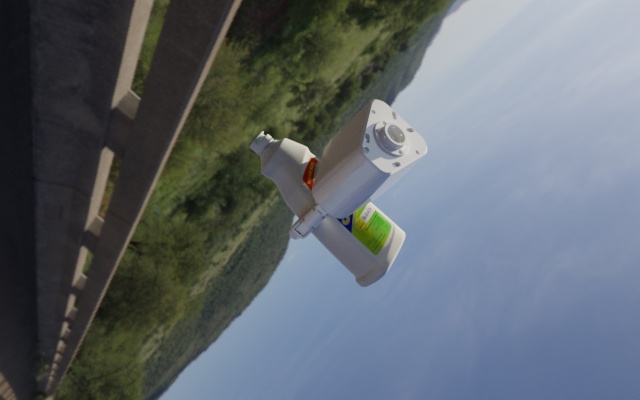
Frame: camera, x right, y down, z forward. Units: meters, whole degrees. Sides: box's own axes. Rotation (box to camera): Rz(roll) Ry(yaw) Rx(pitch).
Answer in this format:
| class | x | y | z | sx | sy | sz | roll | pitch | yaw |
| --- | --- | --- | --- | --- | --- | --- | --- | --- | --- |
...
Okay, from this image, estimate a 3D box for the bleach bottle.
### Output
| class | x | y | z | sx | sy | sz | roll | pitch | yaw |
| --- | --- | --- | --- | --- | --- | --- | --- | --- | --- |
| bleach bottle | 0.000 | 0.002 | 0.669 | 0.068 | 0.251 | 0.102 | -43 | 7 | 48 |
